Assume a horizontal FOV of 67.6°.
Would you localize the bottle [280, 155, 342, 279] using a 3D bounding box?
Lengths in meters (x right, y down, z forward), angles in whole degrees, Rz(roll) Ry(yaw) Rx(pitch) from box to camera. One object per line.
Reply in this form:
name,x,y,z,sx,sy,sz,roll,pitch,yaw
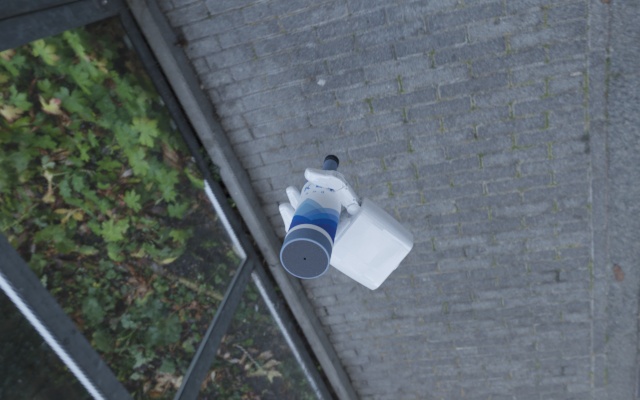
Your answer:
bottle,0.000,0.003,0.747,0.069,0.069,0.295,0,30,9
